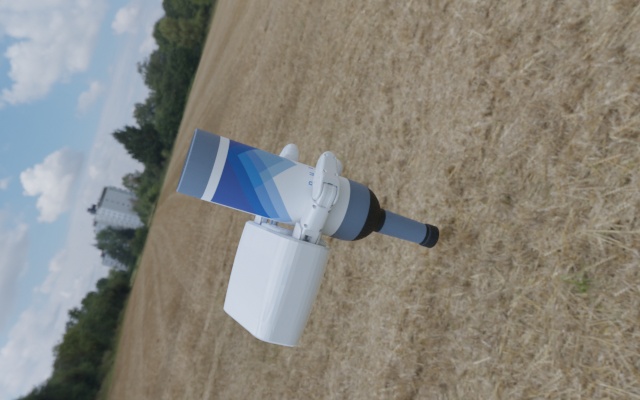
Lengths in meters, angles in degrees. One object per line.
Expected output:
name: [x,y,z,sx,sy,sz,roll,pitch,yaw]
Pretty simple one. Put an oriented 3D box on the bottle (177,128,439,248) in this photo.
bottle: [0.000,0.002,0.520,0.296,0.069,0.069,17,-6,-18]
